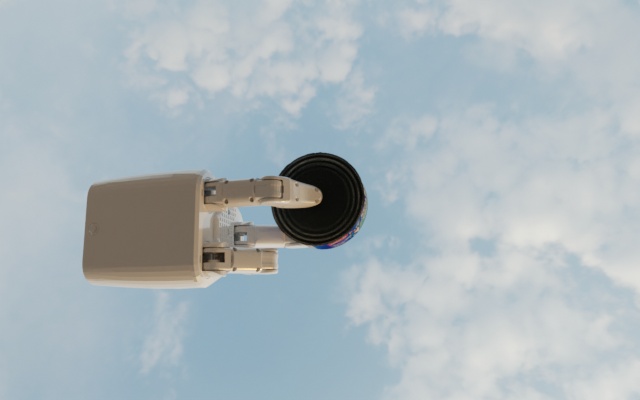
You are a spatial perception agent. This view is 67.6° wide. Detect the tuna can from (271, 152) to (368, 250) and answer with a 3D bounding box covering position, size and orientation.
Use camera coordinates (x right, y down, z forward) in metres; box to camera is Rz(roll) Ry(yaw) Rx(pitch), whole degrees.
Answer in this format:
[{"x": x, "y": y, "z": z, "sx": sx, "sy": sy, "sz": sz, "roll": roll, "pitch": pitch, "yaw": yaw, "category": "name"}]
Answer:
[{"x": 0.000, "y": 0.002, "z": 0.439, "sx": 0.086, "sy": 0.086, "sz": 0.034, "roll": 0, "pitch": -13, "yaw": 14, "category": "tuna can"}]
